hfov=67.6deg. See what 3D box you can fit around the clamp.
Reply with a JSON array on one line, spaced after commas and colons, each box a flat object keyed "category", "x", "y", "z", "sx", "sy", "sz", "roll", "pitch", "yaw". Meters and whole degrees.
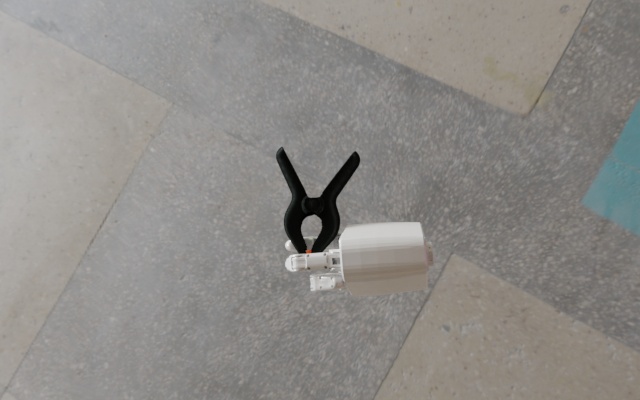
[{"category": "clamp", "x": 0.000, "y": 0.002, "z": 0.673, "sx": 0.120, "sy": 0.171, "sz": 0.039, "roll": -5, "pitch": -9, "yaw": 10}]
